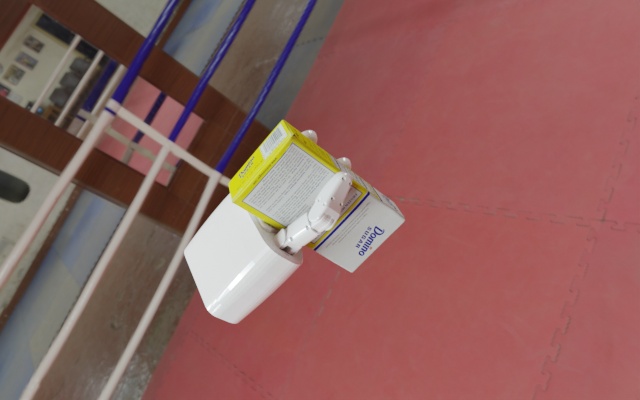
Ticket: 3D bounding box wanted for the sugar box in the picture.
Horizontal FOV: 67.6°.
[{"bbox_3d":[0.000,0.001,0.517,0.176,0.093,0.048,34,17,-34],"label":"sugar box"}]
